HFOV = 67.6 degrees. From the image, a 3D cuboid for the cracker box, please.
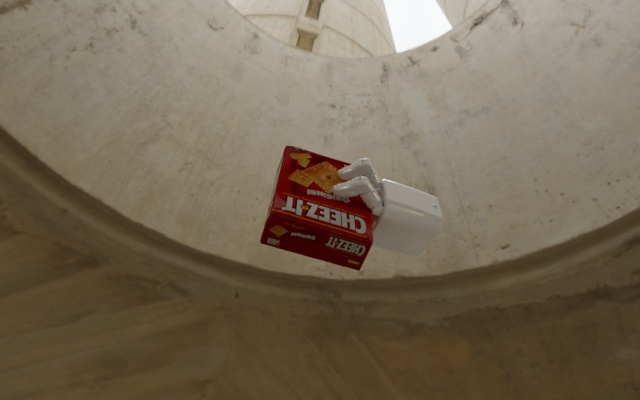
[{"bbox_3d":[0.000,0.003,0.802,0.164,0.072,0.213,16,34,-8],"label":"cracker box"}]
